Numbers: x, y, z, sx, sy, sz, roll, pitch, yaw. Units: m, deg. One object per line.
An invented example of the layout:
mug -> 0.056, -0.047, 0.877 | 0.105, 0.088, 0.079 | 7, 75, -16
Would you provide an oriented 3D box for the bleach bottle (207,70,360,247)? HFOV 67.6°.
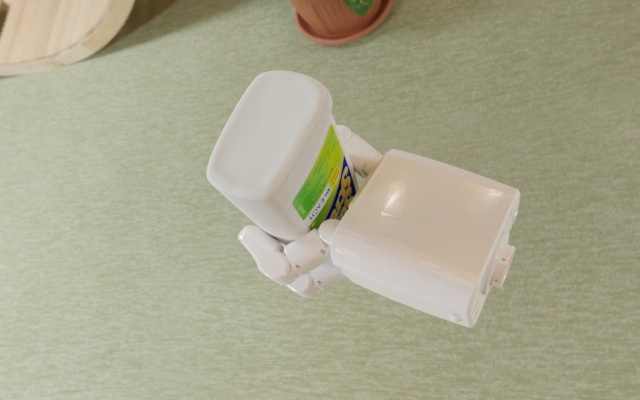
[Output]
bleach bottle -> 0.000, 0.001, 0.427 | 0.068, 0.102, 0.251 | 21, -14, 26
